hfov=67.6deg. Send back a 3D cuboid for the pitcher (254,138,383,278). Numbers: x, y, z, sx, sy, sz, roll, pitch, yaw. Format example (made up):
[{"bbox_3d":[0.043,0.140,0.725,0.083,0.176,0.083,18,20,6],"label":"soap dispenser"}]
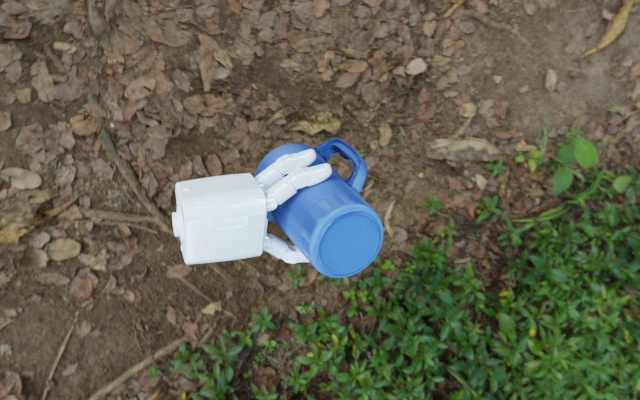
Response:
[{"bbox_3d":[0.000,0.002,0.713,0.145,0.149,0.242,-5,24,-22],"label":"pitcher"}]
